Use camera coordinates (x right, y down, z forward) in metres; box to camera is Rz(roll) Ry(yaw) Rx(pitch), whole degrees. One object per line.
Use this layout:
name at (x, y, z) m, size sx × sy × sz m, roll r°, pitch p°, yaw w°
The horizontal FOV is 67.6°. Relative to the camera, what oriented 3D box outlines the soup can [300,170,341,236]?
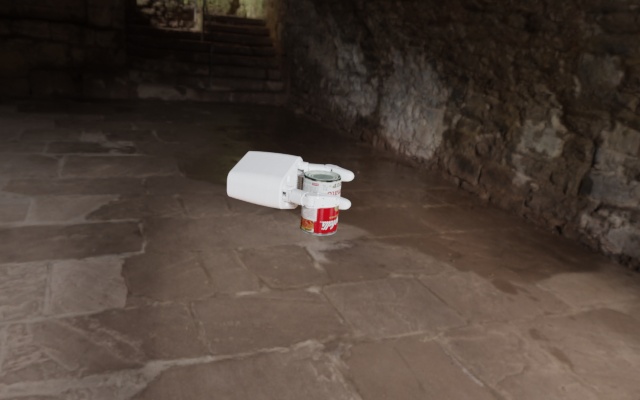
soup can at (0.001, 0.003, 0.852) m, size 0.068 × 0.102 × 0.068 m, roll 4°, pitch 19°, yaw -1°
